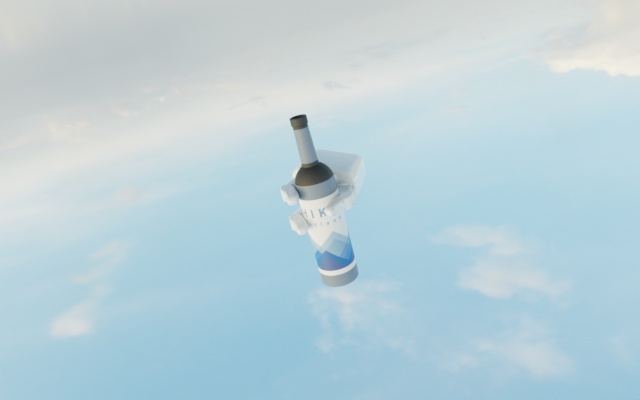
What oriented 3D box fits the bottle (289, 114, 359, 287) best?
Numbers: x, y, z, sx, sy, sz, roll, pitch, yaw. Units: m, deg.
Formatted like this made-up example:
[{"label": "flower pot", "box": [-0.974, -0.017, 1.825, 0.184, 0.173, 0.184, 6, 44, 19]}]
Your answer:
[{"label": "bottle", "box": [0.000, 0.003, 0.792, 0.069, 0.296, 0.069, -13, 22, 5]}]
